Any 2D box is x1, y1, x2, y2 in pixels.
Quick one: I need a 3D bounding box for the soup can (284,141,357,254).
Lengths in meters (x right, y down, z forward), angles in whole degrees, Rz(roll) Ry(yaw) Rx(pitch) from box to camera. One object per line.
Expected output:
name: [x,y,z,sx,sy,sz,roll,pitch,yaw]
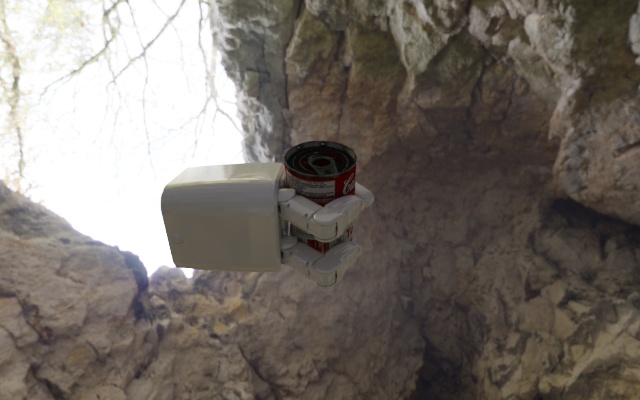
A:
soup can: [0.001,0.002,0.473,0.068,0.102,0.068,0,34,0]
